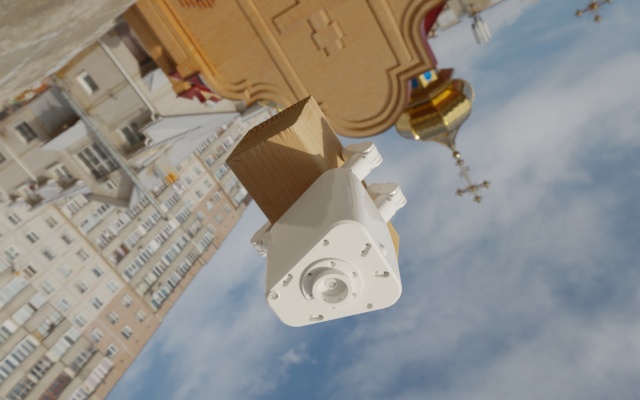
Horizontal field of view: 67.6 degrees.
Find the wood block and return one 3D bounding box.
[{"bbox_3d":[0.000,0.002,0.537,0.091,0.206,0.090,-24,24,23],"label":"wood block"}]
